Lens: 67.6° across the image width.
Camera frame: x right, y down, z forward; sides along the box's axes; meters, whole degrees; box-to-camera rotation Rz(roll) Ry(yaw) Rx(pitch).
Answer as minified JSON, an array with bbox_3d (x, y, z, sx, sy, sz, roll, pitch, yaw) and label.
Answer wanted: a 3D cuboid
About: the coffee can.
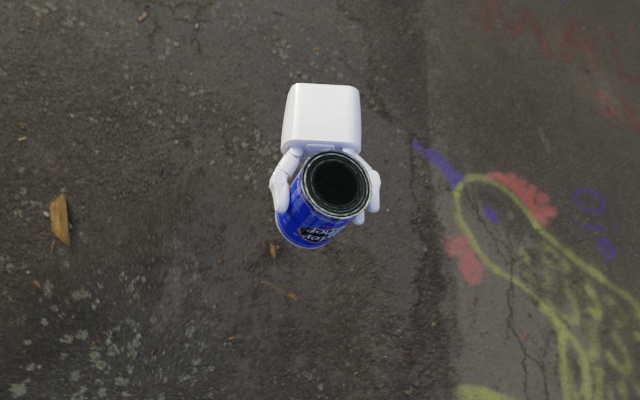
[{"bbox_3d":[0.000,0.002,0.695,0.103,0.102,0.140,0,-21,-20],"label":"coffee can"}]
